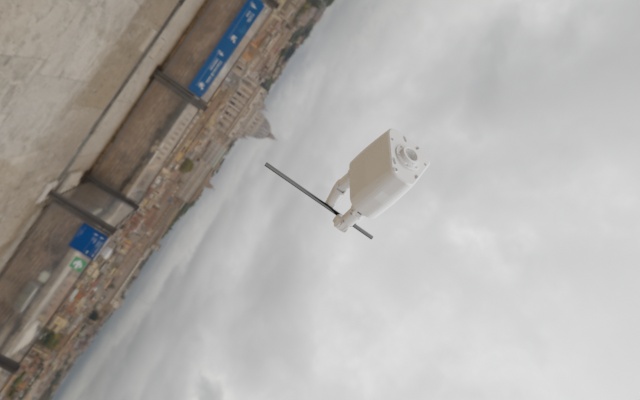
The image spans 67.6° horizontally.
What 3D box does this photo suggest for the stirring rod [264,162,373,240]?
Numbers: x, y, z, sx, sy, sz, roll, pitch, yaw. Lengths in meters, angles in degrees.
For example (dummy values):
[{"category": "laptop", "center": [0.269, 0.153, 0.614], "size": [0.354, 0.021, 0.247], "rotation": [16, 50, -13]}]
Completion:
[{"category": "stirring rod", "center": [0.000, 0.003, 0.862], "size": [0.239, 0.011, 0.011], "rotation": [35, -9, -13]}]
